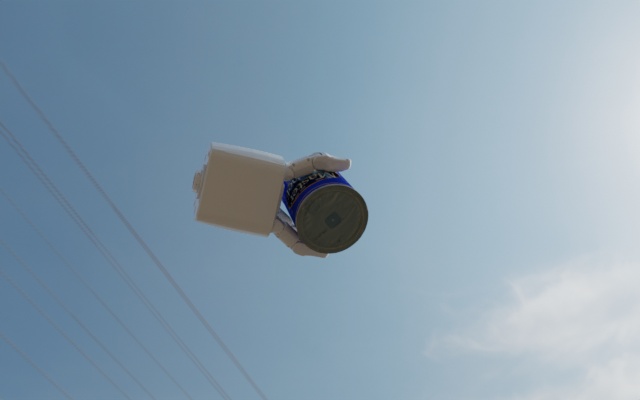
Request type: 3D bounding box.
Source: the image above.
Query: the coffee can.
[{"bbox_3d":[0.000,0.002,0.713,0.103,0.103,0.140,0,21,-16],"label":"coffee can"}]
